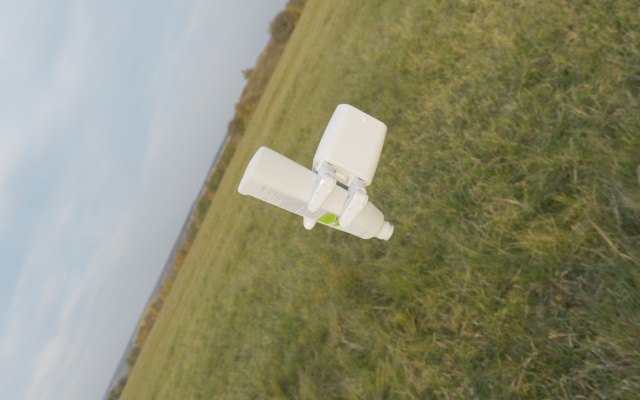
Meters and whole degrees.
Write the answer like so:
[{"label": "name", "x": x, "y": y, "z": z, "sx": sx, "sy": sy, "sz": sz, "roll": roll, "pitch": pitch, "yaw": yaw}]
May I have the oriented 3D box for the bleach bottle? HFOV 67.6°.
[{"label": "bleach bottle", "x": 0.000, "y": 0.003, "z": 0.766, "sx": 0.251, "sy": 0.068, "sz": 0.102, "roll": 26, "pitch": -20, "yaw": -14}]
